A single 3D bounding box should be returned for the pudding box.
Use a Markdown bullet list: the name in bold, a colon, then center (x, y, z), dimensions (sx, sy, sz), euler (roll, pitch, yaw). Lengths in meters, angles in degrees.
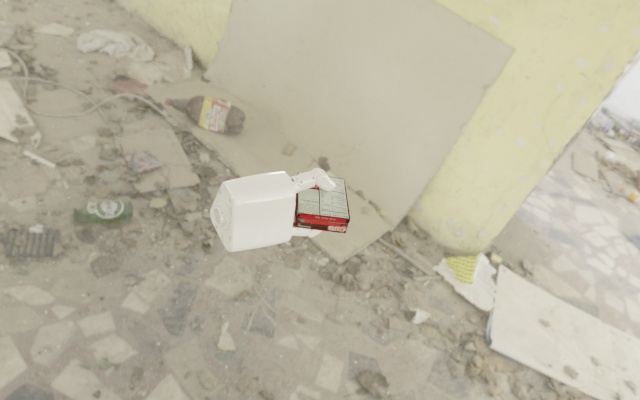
- **pudding box**: center (0.000, 0.003, 0.817), dimensions (0.090, 0.039, 0.113), euler (9, 41, -10)
